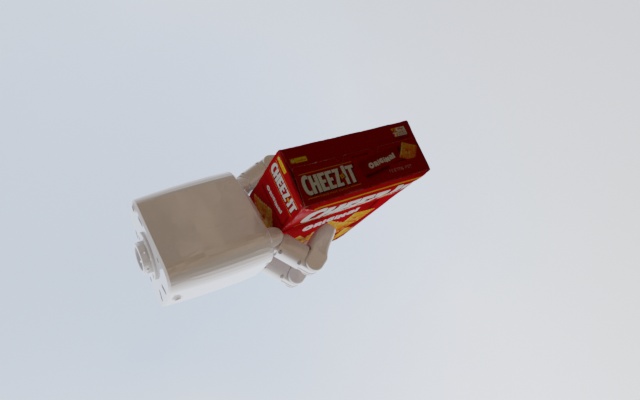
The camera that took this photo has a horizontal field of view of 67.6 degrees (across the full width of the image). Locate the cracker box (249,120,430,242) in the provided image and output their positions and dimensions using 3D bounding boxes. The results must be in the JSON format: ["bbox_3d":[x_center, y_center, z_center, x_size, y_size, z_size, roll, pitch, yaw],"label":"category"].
[{"bbox_3d":[0.000,0.002,0.561,0.164,0.072,0.214,-18,-14,-30],"label":"cracker box"}]
